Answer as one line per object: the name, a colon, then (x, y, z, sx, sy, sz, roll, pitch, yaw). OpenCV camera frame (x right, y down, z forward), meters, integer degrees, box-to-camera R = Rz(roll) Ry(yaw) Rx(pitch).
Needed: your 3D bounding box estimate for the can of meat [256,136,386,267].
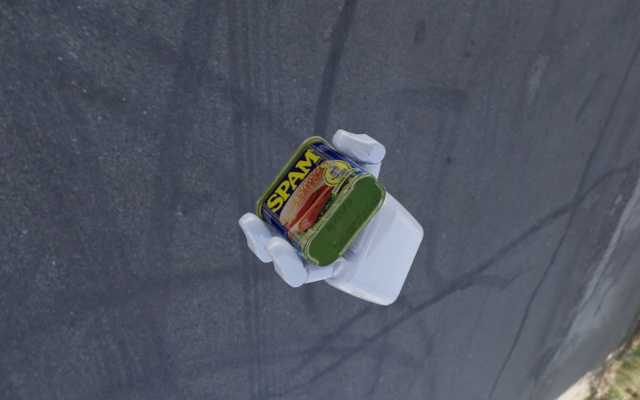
can of meat: (0.000, 0.002, 0.455, 0.084, 0.102, 0.057, 39, 1, 43)
